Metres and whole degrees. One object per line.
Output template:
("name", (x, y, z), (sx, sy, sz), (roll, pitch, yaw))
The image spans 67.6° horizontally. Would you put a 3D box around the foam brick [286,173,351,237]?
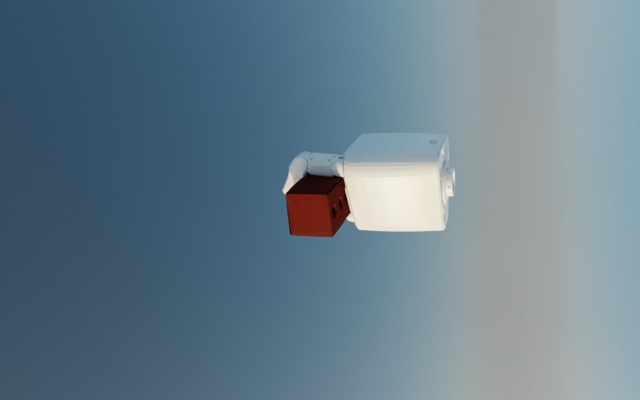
("foam brick", (0.000, 0.002, 0.550), (0.051, 0.053, 0.078), (3, 25, 21))
